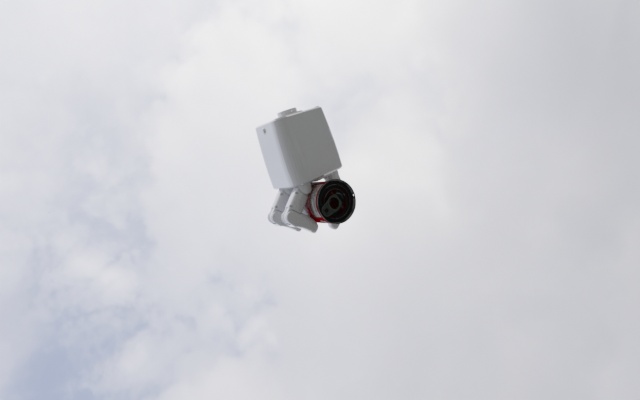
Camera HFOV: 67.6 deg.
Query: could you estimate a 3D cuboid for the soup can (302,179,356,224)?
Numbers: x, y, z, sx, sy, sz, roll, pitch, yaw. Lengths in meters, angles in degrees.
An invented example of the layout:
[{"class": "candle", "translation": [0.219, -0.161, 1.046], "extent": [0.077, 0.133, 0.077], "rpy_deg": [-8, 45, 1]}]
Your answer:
[{"class": "soup can", "translation": [0.000, 0.003, 0.758], "extent": [0.068, 0.068, 0.102], "rpy_deg": [0, -1, -30]}]
